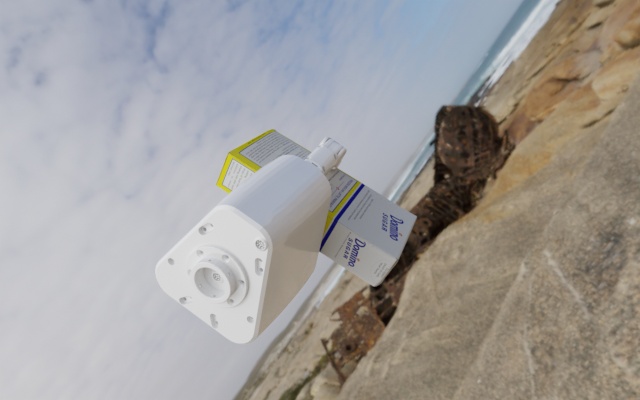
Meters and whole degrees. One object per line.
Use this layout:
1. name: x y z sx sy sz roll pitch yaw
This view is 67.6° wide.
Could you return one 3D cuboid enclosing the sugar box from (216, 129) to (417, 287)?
1. sugar box: 0.000 0.002 0.458 0.176 0.048 0.093 35 31 6
